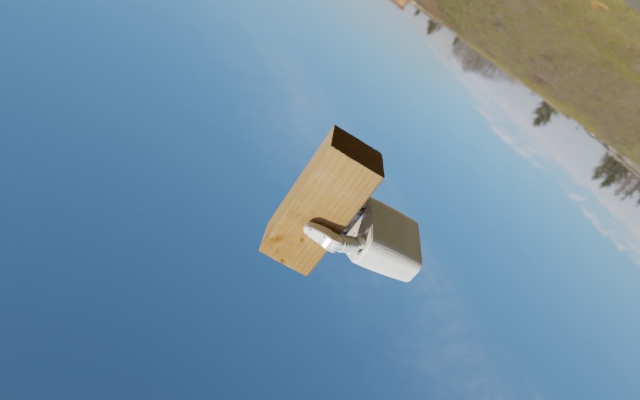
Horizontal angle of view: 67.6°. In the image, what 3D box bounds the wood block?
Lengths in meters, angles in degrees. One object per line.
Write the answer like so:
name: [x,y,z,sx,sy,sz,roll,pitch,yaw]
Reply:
wood block: [0.000,0.003,0.727,0.090,0.206,0.090,30,26,-11]
